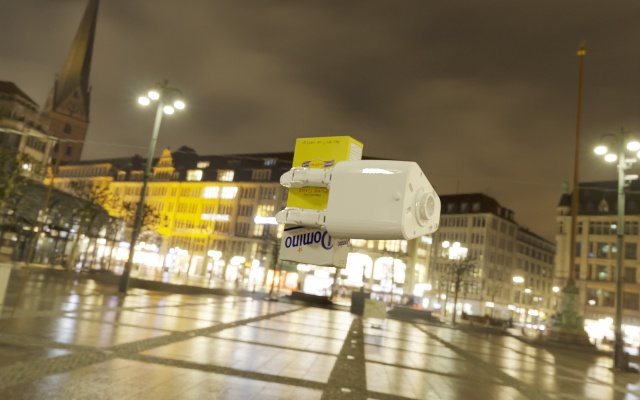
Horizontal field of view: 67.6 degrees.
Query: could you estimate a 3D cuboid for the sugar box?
[{"bbox_3d":[0.000,0.002,0.663,0.093,0.176,0.048,2,-12,36],"label":"sugar box"}]
